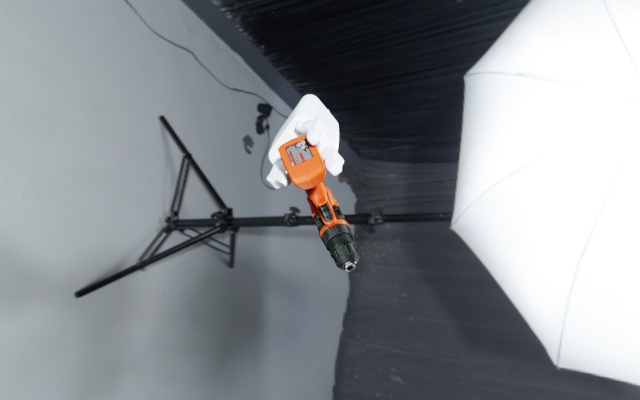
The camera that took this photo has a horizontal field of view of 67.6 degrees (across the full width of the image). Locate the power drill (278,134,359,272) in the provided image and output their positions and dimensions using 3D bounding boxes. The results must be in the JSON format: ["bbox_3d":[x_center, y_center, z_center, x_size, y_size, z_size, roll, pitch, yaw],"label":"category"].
[{"bbox_3d":[0.000,0.002,0.759,0.057,0.188,0.184,-25,46,-2],"label":"power drill"}]
